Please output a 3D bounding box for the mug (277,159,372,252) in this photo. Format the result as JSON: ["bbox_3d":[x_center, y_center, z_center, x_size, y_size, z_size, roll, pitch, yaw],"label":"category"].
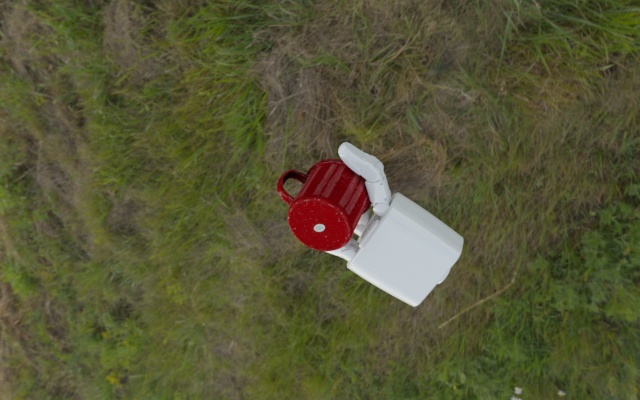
[{"bbox_3d":[-0.001,0.001,0.588,0.117,0.093,0.081,32,40,-1],"label":"mug"}]
